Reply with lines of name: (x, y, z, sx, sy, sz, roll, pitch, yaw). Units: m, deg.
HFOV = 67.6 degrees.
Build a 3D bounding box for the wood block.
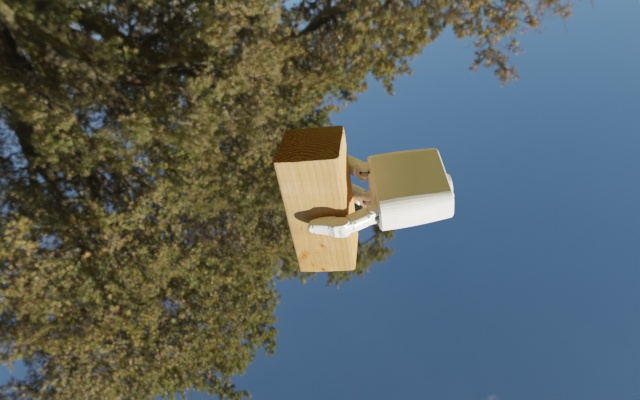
wood block: (0.000, 0.003, 0.717, 0.090, 0.206, 0.090, -3, 37, 11)
